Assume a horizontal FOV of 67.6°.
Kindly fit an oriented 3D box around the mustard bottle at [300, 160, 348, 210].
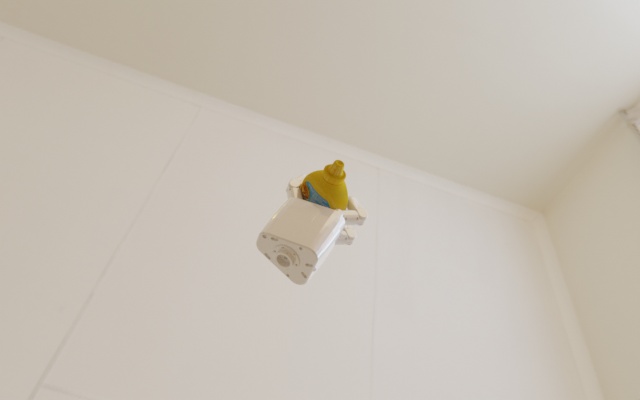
[{"bbox_3d":[0.000,0.003,0.862,0.058,0.192,0.096,-19,57,-39],"label":"mustard bottle"}]
